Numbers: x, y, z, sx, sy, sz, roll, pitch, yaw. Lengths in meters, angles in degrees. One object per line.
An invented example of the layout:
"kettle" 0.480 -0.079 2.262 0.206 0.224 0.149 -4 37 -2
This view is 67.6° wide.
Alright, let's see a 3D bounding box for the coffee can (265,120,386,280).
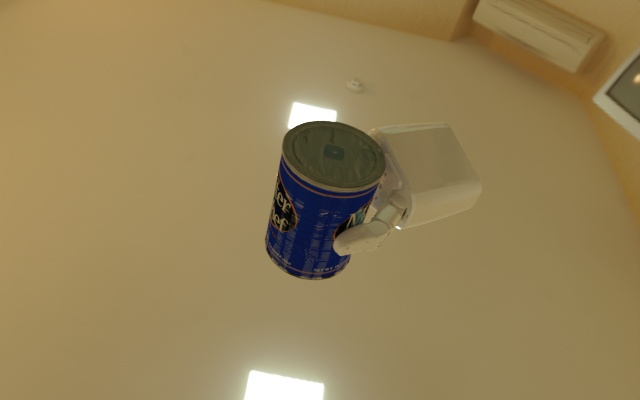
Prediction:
"coffee can" 0.000 0.002 0.506 0.103 0.140 0.102 9 43 -8
